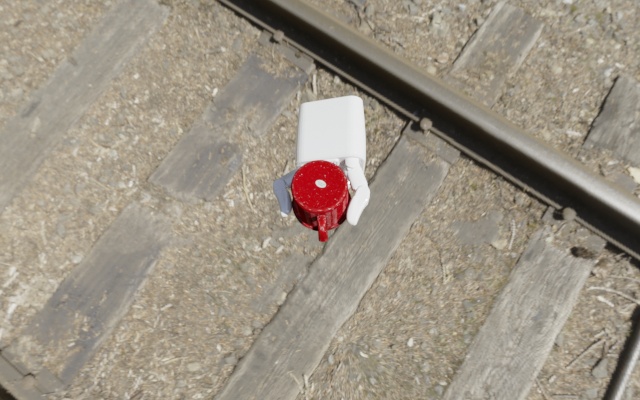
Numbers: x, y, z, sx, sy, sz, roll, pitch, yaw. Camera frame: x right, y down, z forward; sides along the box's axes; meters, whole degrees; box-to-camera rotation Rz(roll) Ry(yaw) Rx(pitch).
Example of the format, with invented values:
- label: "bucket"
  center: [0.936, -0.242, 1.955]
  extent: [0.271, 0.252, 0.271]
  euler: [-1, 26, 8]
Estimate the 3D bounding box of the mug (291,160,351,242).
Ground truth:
- label: "mug"
  center: [0.000, 0.004, 0.701]
  extent: [0.093, 0.117, 0.081]
  euler: [-1, -18, 2]
